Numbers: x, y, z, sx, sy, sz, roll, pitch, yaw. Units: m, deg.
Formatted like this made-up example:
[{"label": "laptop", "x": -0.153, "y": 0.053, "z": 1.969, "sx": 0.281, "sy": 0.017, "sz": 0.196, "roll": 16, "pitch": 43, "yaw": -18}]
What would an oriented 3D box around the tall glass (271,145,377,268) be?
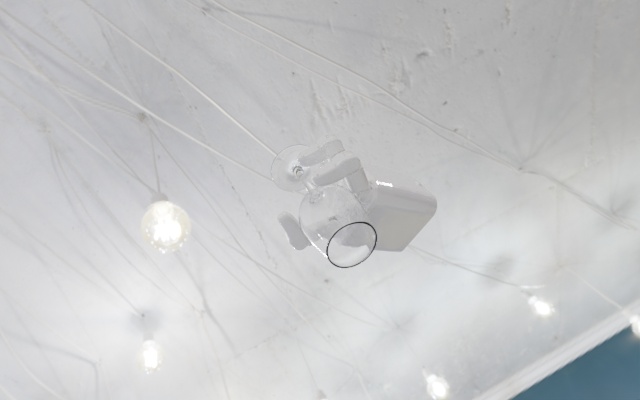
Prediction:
[{"label": "tall glass", "x": 0.000, "y": 0.002, "z": 0.605, "sx": 0.079, "sy": 0.079, "sz": 0.201, "roll": 0, "pitch": 29, "yaw": -24}]
